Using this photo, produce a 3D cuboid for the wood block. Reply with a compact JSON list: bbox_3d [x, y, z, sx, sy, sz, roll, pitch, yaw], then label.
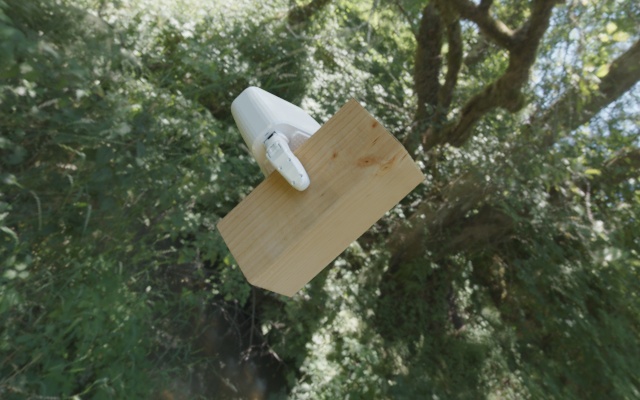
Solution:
[{"bbox_3d":[0.000,0.001,0.528,0.090,0.206,0.091,52,9,33],"label":"wood block"}]
